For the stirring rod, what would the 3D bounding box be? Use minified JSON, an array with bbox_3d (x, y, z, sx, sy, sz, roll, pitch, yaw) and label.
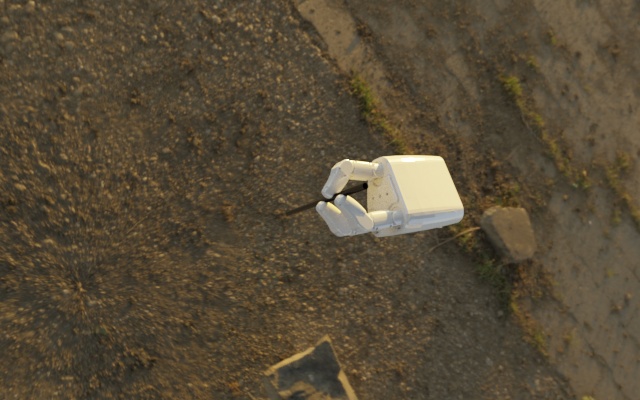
[{"bbox_3d":[0.000,0.002,0.671,0.011,0.011,0.239,0,-9,-27],"label":"stirring rod"}]
